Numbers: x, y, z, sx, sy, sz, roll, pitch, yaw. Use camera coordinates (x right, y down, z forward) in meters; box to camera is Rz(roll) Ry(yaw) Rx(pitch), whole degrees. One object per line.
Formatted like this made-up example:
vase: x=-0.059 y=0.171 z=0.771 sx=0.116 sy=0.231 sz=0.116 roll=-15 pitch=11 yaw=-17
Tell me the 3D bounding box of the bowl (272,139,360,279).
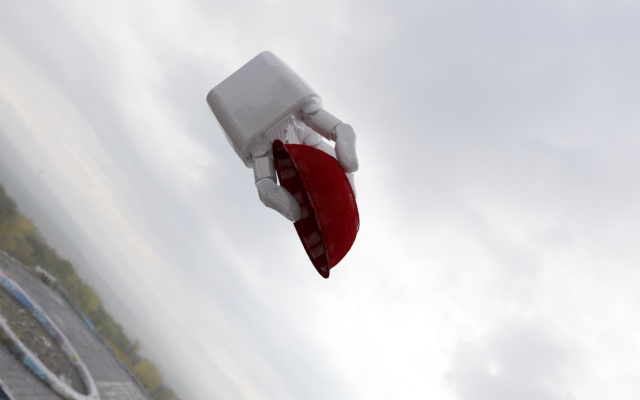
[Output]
bowl: x=0.001 y=0.003 z=0.527 sx=0.055 sy=0.162 sz=0.162 roll=-20 pitch=4 yaw=-12
